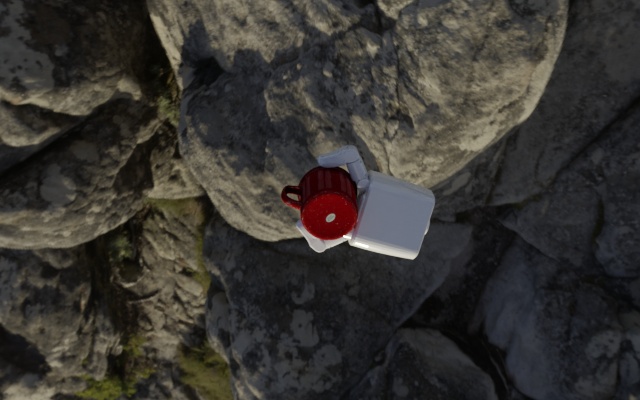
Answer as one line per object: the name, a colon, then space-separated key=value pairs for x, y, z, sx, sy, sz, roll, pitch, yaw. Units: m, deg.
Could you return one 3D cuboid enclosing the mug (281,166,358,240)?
mug: x=-0.001 y=0.002 z=0.696 sx=0.117 sy=0.093 sz=0.081 roll=14 pitch=24 yaw=-8
